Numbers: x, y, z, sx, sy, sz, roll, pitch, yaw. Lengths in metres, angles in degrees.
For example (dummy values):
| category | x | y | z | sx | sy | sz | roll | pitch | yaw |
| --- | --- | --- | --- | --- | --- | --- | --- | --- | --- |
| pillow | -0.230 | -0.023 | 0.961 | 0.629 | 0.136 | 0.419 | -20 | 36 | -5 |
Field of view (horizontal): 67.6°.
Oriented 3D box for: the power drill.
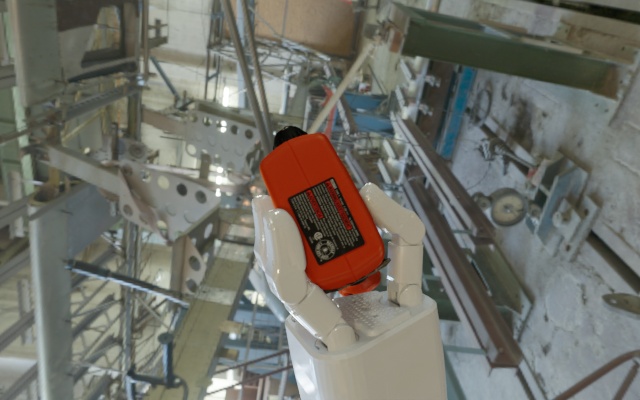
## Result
| category | x | y | z | sx | sy | sz | roll | pitch | yaw |
| --- | --- | --- | --- | --- | --- | --- | --- | --- | --- |
| power drill | 0.000 | 0.002 | 0.408 | 0.057 | 0.184 | 0.187 | -28 | -7 | 2 |
